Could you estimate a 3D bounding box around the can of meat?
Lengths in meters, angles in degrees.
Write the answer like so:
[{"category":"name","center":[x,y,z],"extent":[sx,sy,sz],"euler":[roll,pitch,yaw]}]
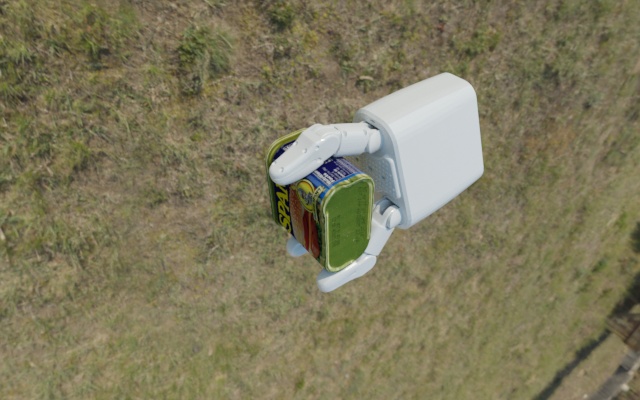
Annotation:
[{"category":"can of meat","center":[0.000,0.001,0.421],"extent":[0.057,0.102,0.084],"euler":[-27,47,-26]}]
